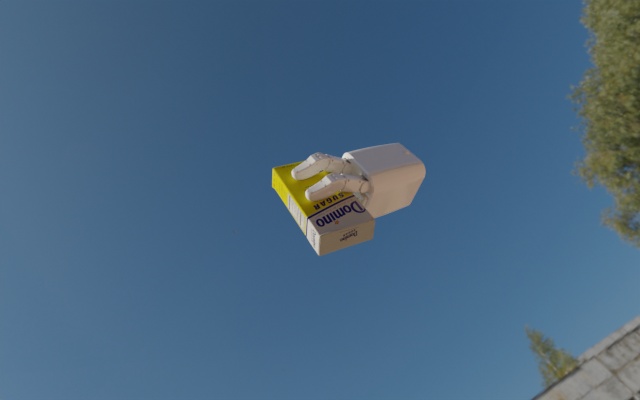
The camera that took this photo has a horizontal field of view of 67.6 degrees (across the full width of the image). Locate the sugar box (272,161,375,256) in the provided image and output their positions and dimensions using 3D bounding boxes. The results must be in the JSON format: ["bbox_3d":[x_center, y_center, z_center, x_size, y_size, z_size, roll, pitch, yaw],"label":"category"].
[{"bbox_3d":[0.000,0.002,0.735,0.093,0.048,0.176,-16,41,-23],"label":"sugar box"}]
